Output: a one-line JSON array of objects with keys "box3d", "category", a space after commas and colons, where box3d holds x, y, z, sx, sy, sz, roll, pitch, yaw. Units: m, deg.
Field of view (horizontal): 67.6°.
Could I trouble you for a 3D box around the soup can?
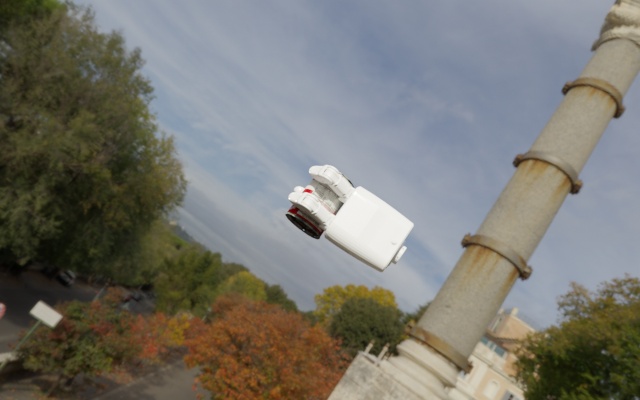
[{"box3d": [0.000, 0.002, 0.775, 0.068, 0.102, 0.068, 34, -15, 10], "category": "soup can"}]
